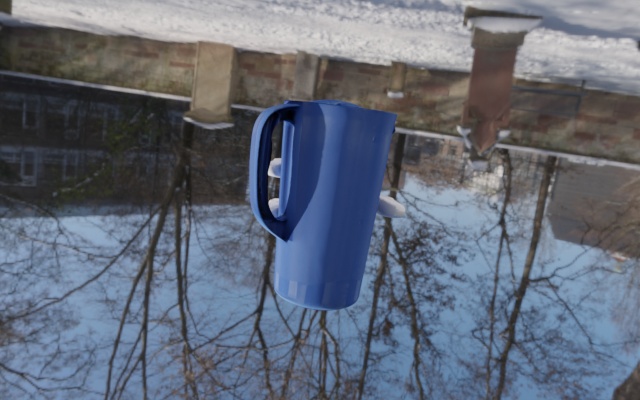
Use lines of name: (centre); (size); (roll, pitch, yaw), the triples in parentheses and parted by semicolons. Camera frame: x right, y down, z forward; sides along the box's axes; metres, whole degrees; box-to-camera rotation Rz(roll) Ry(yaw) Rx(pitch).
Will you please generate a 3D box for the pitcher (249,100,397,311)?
pitcher: (0.000, 0.002, 0.574); (0.149, 0.243, 0.145); (9, 9, 10)
